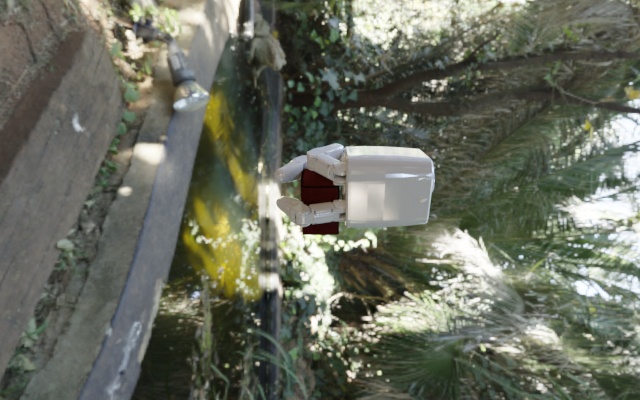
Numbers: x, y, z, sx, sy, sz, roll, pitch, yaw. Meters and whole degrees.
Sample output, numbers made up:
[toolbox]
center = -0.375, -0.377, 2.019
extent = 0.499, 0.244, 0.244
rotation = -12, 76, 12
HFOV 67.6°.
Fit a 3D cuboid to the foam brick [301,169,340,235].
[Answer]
[foam brick]
center = 0.000, 0.002, 0.649
extent = 0.051, 0.078, 0.053
rotation = -1, 32, 0
